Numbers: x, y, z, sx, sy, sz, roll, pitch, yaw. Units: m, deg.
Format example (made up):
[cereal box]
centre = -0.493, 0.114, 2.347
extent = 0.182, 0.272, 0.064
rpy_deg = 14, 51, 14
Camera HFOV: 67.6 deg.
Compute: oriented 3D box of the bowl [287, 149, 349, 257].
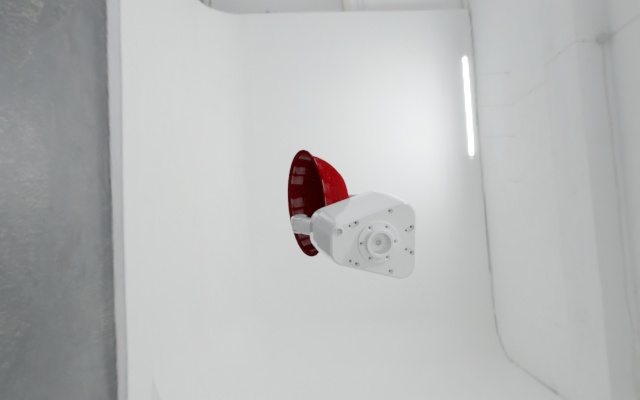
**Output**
[bowl]
centre = 0.000, 0.002, 0.729
extent = 0.055, 0.162, 0.162
rpy_deg = -5, 2, -23
